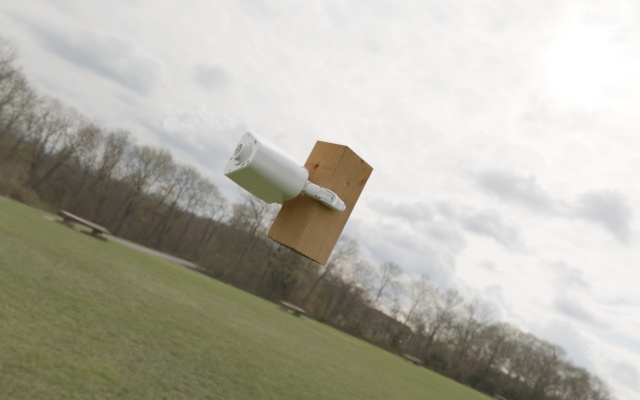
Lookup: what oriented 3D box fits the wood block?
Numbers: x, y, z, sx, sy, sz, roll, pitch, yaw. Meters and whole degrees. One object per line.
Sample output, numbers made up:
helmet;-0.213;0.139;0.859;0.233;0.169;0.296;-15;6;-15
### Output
wood block;0.000;0.003;0.888;0.091;0.206;0.090;18;-13;47
